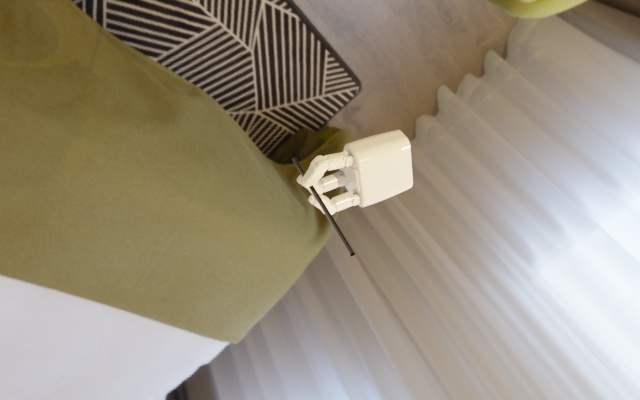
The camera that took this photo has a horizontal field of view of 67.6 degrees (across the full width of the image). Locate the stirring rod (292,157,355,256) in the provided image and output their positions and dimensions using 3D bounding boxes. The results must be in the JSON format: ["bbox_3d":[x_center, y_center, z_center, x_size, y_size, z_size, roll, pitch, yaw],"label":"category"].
[{"bbox_3d":[0.000,0.002,0.791,0.011,0.011,0.239,0,40,-32],"label":"stirring rod"}]
